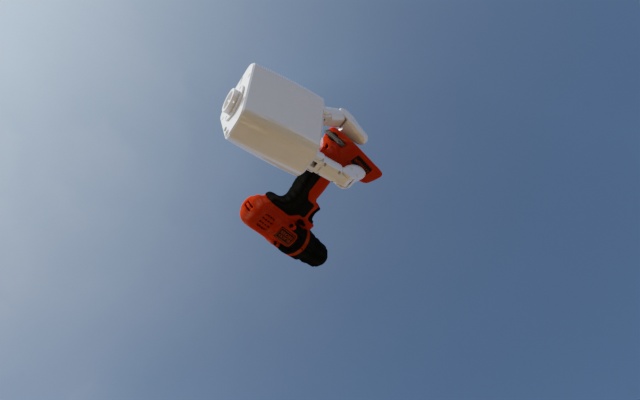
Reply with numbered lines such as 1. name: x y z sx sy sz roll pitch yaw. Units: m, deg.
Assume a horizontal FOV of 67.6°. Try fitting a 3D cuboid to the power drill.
1. power drill: 0.000 0.002 0.695 0.184 0.187 0.057 40 3 -46
